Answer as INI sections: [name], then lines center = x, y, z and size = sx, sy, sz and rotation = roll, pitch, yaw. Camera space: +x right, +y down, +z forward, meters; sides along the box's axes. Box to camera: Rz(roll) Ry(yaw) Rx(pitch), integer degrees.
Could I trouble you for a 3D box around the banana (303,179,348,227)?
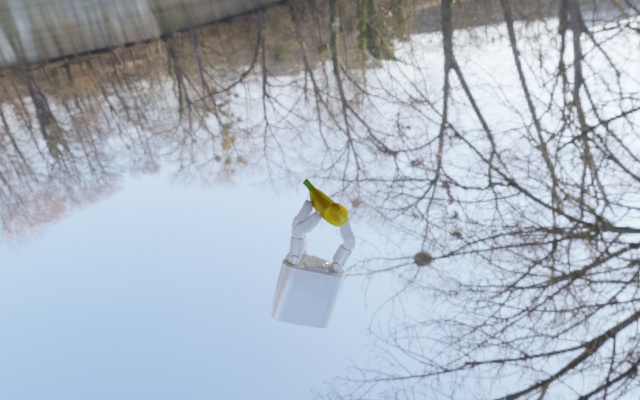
[banana]
center = 0.012, 0.013, 0.811
size = 0.070, 0.037, 0.197
rotation = 41, -1, -21
